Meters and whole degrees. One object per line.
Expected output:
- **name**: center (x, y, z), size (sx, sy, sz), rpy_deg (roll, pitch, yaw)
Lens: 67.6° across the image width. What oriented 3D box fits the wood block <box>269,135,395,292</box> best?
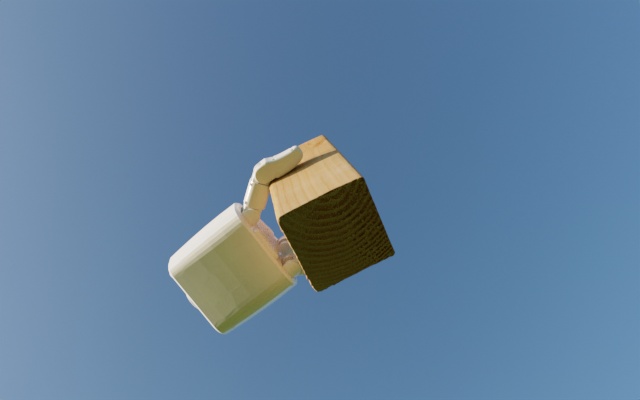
- **wood block**: center (0.000, 0.002, 0.542), size (0.090, 0.091, 0.206), rpy_deg (-26, 21, -1)
